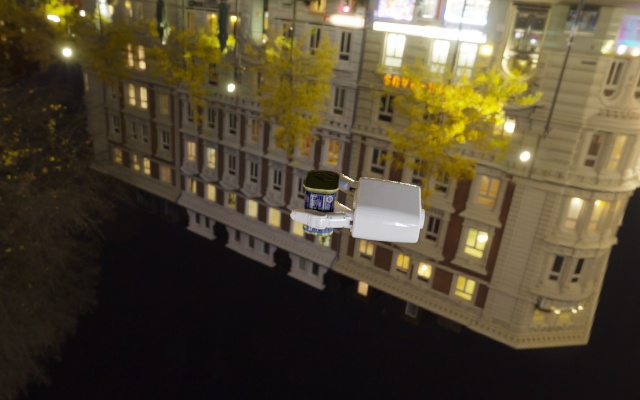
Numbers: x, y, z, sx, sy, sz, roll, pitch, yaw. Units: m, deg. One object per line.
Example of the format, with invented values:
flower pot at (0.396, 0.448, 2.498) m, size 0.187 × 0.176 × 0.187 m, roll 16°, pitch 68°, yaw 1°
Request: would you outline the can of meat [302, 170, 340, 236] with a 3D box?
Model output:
can of meat at (0.000, 0.003, 0.819) m, size 0.057 × 0.084 × 0.102 m, roll 6°, pitch 22°, yaw 2°
